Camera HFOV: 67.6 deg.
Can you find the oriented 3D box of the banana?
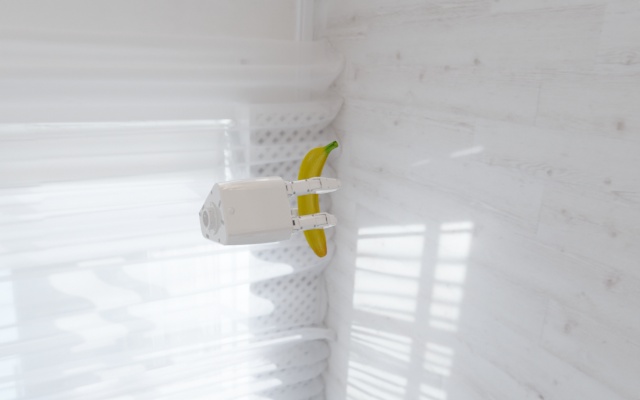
[{"bbox_3d":[-0.012,-0.004,0.805,0.037,0.198,0.069,-5,14,-40],"label":"banana"}]
